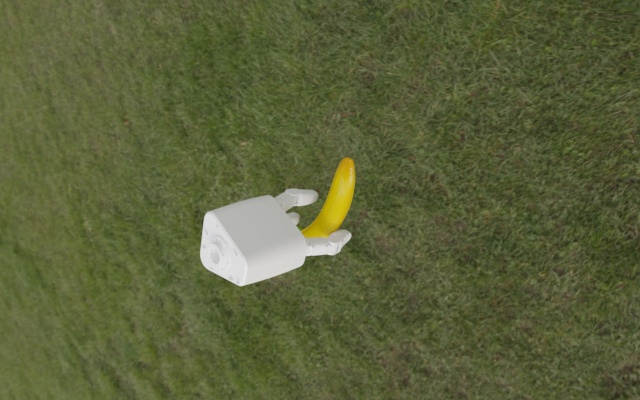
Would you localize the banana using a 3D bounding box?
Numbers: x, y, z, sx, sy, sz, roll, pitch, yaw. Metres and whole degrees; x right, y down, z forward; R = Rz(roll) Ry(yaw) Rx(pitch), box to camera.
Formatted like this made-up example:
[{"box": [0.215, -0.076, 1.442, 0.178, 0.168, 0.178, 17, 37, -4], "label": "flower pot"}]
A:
[{"box": [0.007, 0.019, 0.740, 0.037, 0.069, 0.198, -11, -29, -40], "label": "banana"}]
